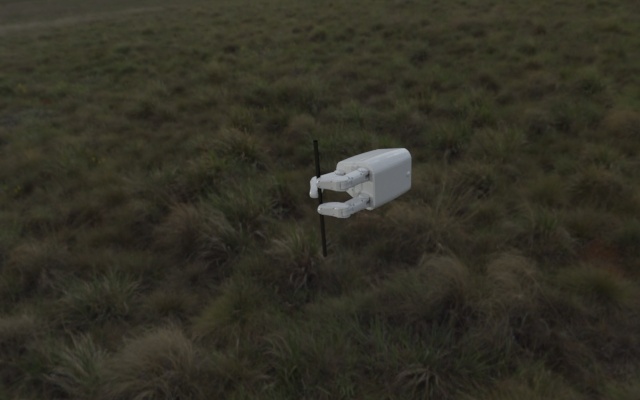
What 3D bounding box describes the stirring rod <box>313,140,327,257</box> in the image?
[{"bbox_3d":[0.000,0.003,0.884,0.011,0.240,0.011,-4,28,2],"label":"stirring rod"}]
